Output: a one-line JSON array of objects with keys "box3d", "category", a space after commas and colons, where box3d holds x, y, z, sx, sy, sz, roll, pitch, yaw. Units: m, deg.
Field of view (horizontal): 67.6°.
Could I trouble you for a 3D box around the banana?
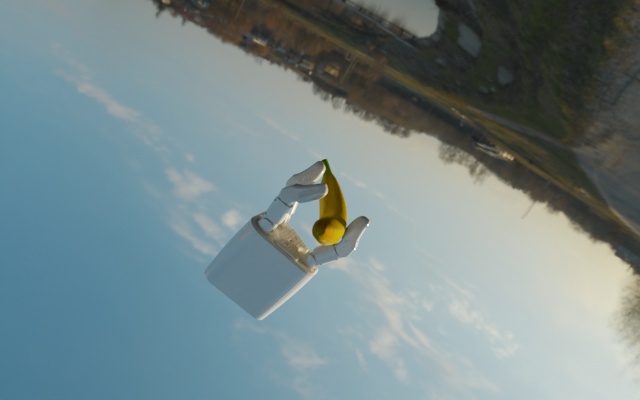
[{"box3d": [0.010, 0.015, 0.635, 0.037, 0.070, 0.197, -28, 24, 14], "category": "banana"}]
